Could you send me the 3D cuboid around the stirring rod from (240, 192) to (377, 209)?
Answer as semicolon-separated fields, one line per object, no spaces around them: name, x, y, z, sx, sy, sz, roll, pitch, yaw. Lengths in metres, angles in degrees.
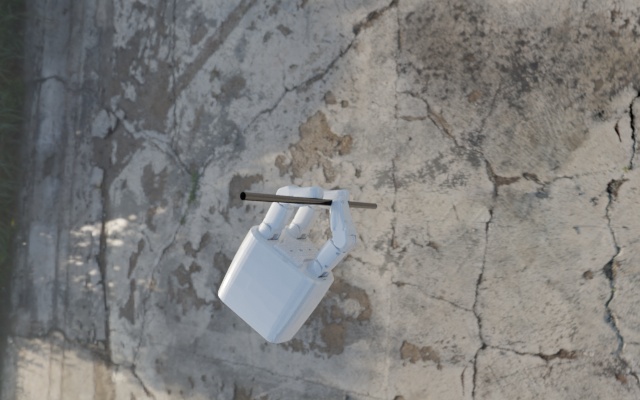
stirring rod;0.000;0.002;0.539;0.011;0.011;0.239;0;-3;37
